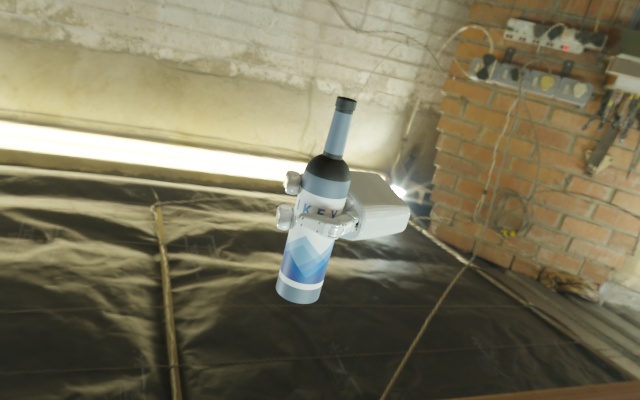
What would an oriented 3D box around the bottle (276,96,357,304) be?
[{"bbox_3d":[0.000,0.002,0.670,0.069,0.296,0.069,13,19,-5],"label":"bottle"}]
